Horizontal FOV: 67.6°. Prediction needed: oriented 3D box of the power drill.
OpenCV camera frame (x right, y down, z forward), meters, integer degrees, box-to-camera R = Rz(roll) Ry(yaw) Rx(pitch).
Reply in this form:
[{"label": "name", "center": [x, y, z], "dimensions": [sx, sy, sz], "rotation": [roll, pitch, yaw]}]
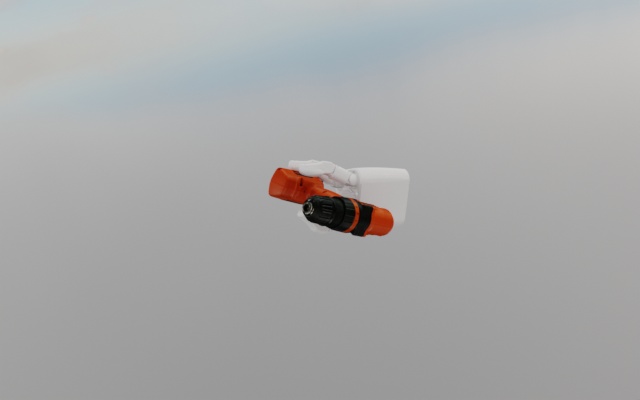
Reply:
[{"label": "power drill", "center": [0.000, 0.002, 0.758], "dimensions": [0.184, 0.057, 0.187], "rotation": [15, 10, -45]}]
